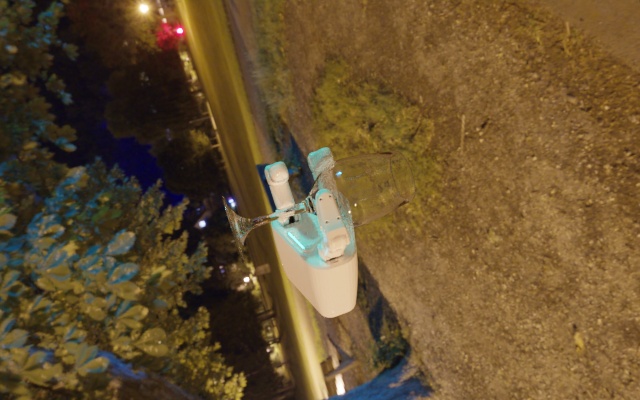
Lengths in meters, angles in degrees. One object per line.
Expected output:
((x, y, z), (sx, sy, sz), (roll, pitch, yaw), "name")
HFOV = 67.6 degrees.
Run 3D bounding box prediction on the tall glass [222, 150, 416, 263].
((-0.001, 0.002, 0.523), (0.201, 0.079, 0.079), (-18, 3, -11), "tall glass")
